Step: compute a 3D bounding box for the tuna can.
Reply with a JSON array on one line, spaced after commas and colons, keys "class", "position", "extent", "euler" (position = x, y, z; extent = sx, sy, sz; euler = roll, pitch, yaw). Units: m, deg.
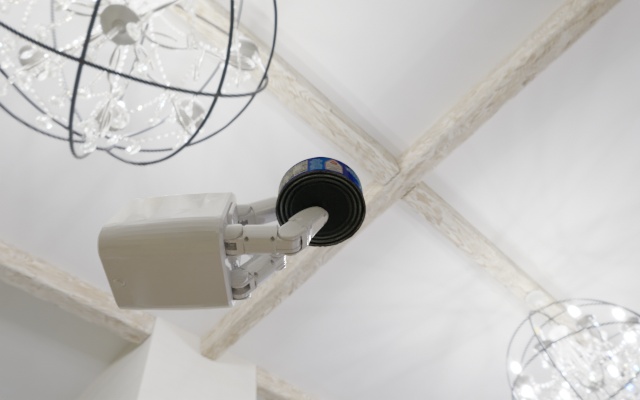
[{"class": "tuna can", "position": [0.000, 0.001, 0.464], "extent": [0.086, 0.086, 0.033], "euler": [0, 32, -1]}]
